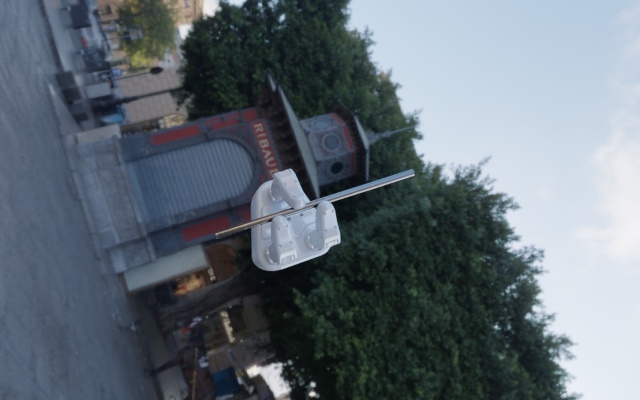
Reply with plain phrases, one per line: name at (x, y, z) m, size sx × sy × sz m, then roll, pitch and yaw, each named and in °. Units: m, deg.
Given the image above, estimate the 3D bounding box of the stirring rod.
stirring rod at (0.000, 0.002, 0.535) m, size 0.239 × 0.011 × 0.011 m, roll -18°, pitch 5°, yaw -17°
